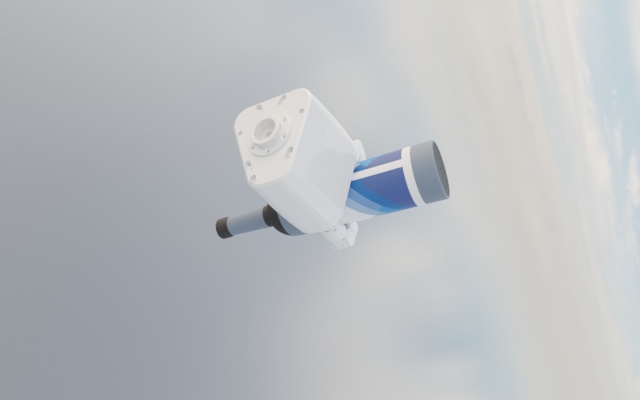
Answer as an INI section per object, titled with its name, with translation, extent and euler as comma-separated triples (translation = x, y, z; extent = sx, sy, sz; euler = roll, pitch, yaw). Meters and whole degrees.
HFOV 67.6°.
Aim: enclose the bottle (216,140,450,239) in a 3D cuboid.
[bottle]
translation = 0.000, 0.002, 0.574
extent = 0.296, 0.069, 0.069
euler = -15, -6, 23
